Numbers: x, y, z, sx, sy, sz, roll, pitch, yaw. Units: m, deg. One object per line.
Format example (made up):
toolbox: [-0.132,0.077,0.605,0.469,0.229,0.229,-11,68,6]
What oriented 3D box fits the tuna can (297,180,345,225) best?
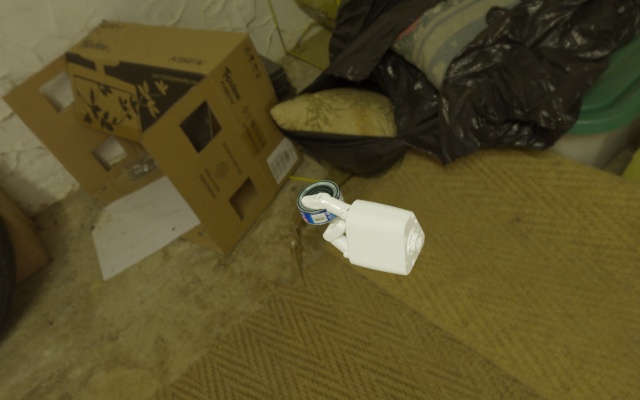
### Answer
tuna can: [0.000,0.003,0.888,0.086,0.086,0.034,0,-43,27]
